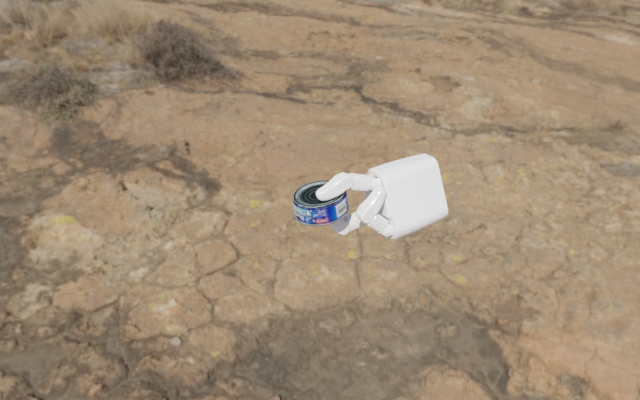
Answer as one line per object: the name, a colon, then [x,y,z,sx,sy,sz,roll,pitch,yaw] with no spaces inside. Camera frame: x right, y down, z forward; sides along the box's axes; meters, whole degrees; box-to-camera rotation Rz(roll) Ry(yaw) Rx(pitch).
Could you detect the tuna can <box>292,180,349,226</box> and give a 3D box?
tuna can: [0.000,0.002,0.742,0.086,0.034,0.086,-8,30,4]
